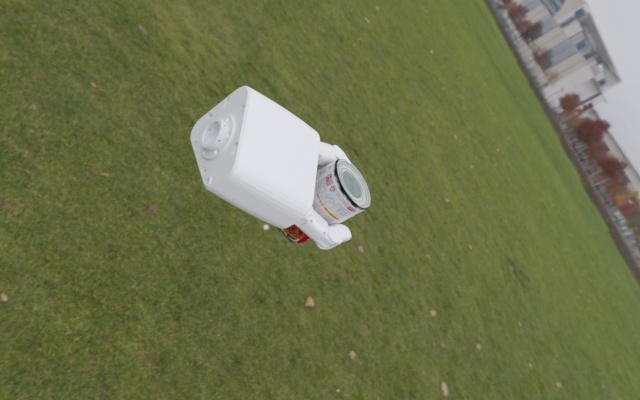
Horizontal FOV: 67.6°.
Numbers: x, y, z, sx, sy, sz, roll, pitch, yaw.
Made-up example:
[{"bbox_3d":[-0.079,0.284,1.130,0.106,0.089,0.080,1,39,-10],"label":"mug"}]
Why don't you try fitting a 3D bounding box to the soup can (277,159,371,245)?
[{"bbox_3d":[0.001,0.002,0.575,0.102,0.068,0.068,-30,-15,28],"label":"soup can"}]
